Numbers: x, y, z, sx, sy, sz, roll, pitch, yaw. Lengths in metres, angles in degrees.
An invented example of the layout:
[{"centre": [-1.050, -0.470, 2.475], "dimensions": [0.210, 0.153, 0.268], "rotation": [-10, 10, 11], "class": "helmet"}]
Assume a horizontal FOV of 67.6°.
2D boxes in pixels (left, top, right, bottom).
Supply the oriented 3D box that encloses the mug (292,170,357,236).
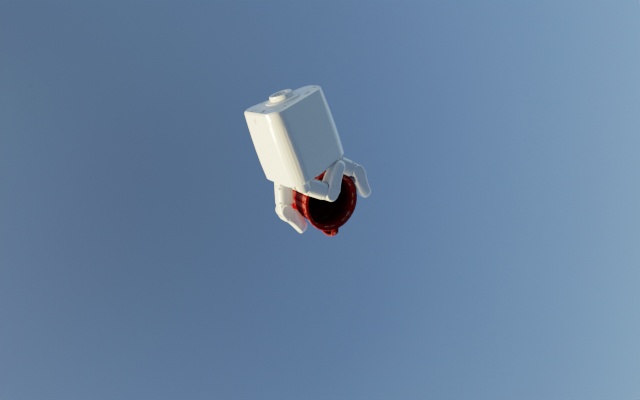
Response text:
[{"centre": [0.000, 0.004, 0.757], "dimensions": [0.093, 0.117, 0.081], "rotation": [-29, 27, -22], "class": "mug"}]
